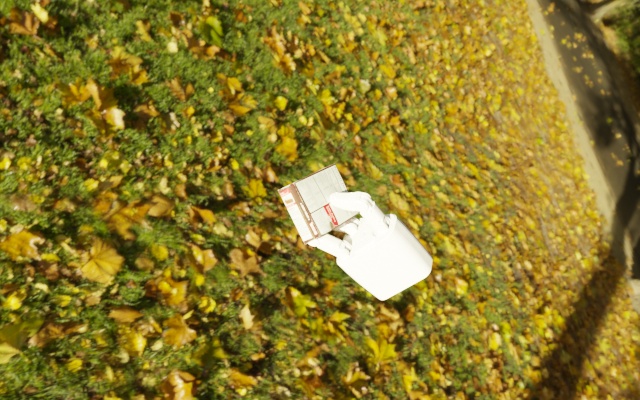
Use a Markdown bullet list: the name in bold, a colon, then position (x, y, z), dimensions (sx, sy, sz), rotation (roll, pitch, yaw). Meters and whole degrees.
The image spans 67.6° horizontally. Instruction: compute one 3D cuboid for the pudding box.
- **pudding box**: position (0.000, 0.002, 0.722), dimensions (0.039, 0.090, 0.113), rotation (-26, 1, 39)
